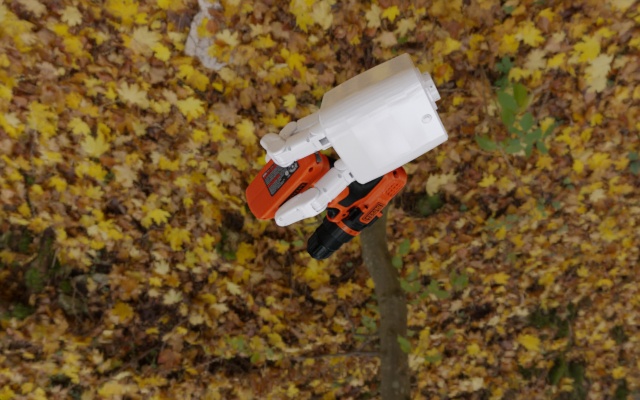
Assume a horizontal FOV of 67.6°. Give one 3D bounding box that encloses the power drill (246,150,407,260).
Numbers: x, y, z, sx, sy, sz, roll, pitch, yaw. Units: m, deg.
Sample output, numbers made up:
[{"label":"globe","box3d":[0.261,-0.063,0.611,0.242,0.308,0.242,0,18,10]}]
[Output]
[{"label":"power drill","box3d":[0.000,0.002,0.607,0.188,0.184,0.057,16,32,-48]}]
